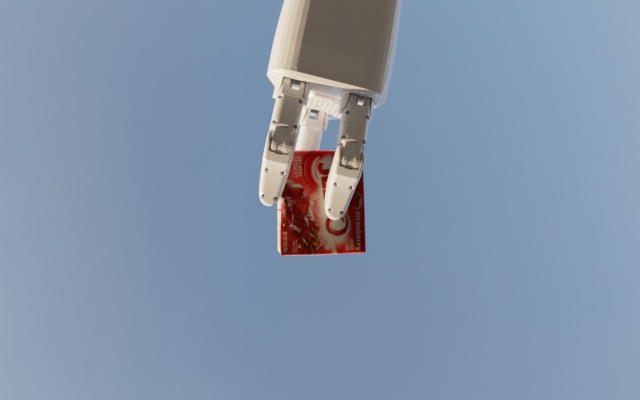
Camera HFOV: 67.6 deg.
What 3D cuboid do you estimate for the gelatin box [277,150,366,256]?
[{"bbox_3d":[0.000,0.002,0.409,0.073,0.089,0.030,-1,2,-8],"label":"gelatin box"}]
